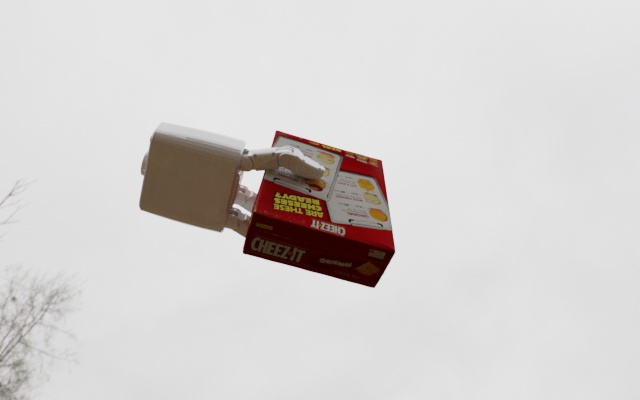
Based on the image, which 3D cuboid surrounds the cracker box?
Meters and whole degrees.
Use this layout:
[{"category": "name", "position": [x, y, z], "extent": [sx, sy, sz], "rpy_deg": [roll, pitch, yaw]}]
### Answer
[{"category": "cracker box", "position": [0.000, 0.002, 0.618], "extent": [0.164, 0.072, 0.213], "rpy_deg": [16, 33, -7]}]
